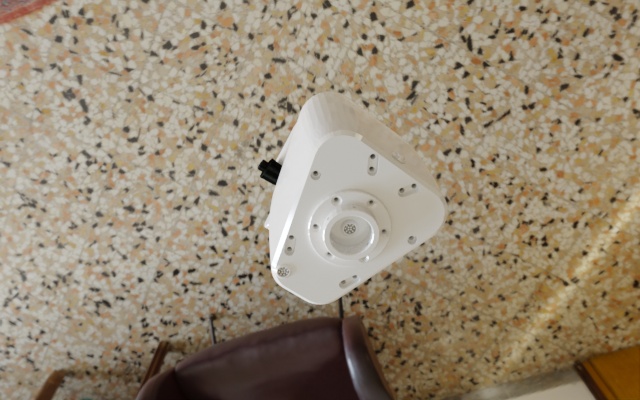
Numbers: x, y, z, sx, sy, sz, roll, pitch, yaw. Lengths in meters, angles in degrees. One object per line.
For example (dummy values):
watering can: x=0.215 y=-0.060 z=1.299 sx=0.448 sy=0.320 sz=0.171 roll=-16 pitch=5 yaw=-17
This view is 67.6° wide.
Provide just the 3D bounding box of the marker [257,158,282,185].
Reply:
marker: x=0.000 y=0.001 z=0.405 sx=0.121 sy=0.020 sz=0.020 roll=32 pitch=-10 yaw=-15
